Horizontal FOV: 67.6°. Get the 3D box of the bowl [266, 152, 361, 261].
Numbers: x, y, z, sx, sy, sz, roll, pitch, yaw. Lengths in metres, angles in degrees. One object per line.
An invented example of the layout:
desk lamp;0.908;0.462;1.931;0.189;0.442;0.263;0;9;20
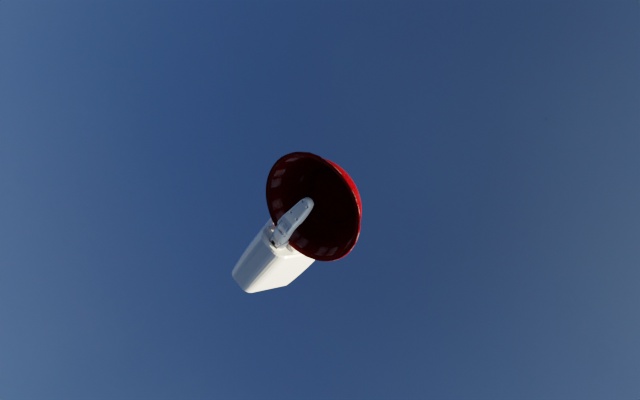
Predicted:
bowl;0.001;0.002;0.675;0.162;0.162;0.055;0;20;39
